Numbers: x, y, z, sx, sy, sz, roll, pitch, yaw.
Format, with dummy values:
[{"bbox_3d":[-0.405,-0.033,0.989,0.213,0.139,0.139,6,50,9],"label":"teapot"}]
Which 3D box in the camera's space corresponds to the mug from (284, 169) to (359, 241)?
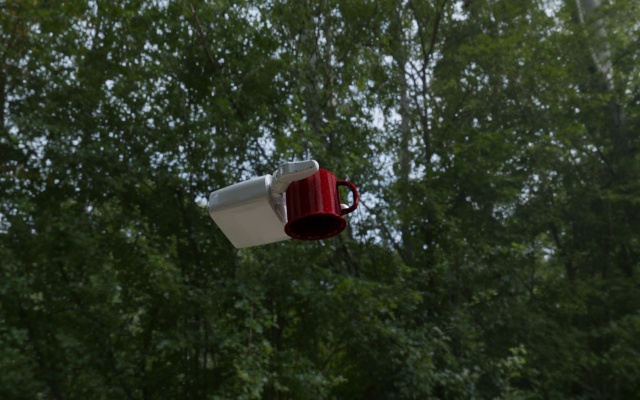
[{"bbox_3d":[0.001,0.002,0.717,0.117,0.081,0.093,-15,-29,15],"label":"mug"}]
